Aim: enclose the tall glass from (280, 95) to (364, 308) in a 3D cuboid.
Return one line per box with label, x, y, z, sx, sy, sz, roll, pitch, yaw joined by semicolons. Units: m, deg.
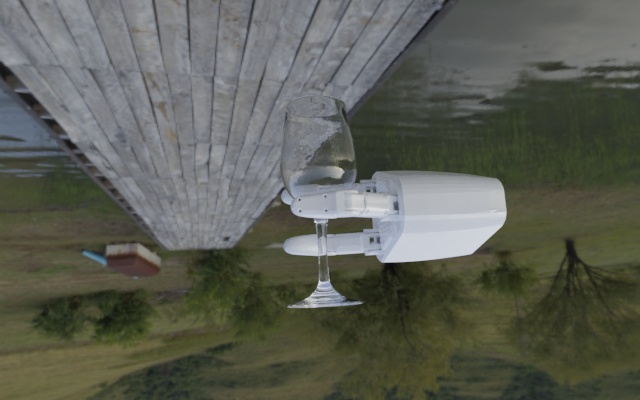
tall glass;0.000;0.002;0.473;0.079;0.201;0.079;-3;-10;-1
